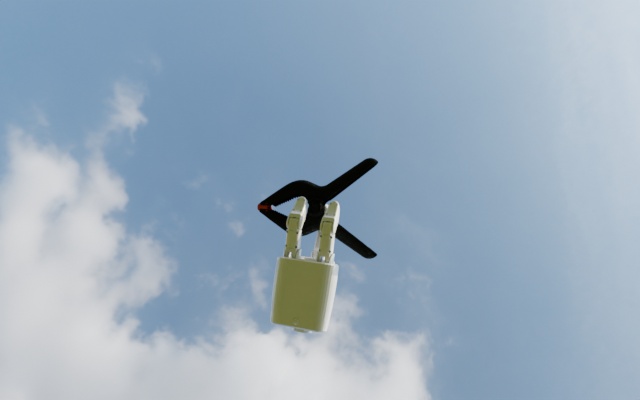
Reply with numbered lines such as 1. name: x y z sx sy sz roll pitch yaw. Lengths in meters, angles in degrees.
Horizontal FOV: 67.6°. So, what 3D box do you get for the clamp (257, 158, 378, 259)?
1. clamp: 0.000 0.003 0.798 0.210 0.164 0.036 7 -8 14
